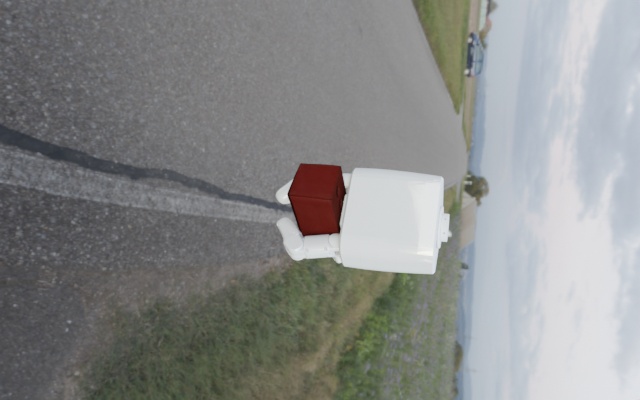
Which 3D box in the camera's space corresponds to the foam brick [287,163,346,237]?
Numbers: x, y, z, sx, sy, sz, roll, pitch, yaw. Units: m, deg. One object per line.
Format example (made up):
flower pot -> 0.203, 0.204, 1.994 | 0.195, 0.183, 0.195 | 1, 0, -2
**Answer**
foam brick -> 0.000, 0.002, 0.557 | 0.051, 0.053, 0.078 | 5, -39, 17
